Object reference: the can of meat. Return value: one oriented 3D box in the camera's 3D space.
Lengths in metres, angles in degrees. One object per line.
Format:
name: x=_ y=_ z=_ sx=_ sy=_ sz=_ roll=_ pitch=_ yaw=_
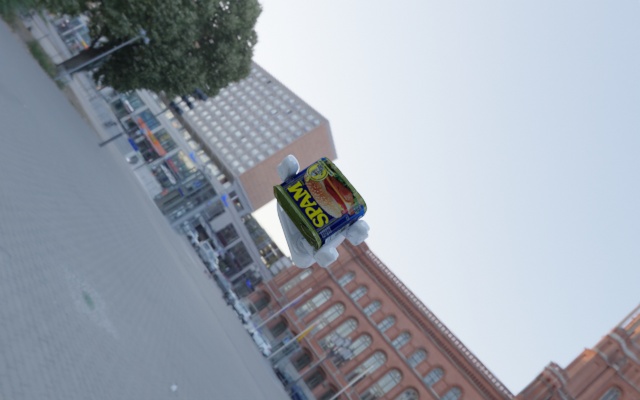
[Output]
can of meat: x=0.000 y=0.002 z=0.638 sx=0.084 sy=0.102 sz=0.057 roll=-34 pitch=-16 yaw=-15
